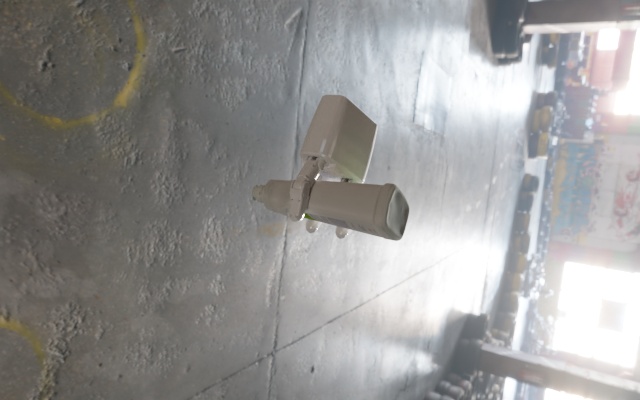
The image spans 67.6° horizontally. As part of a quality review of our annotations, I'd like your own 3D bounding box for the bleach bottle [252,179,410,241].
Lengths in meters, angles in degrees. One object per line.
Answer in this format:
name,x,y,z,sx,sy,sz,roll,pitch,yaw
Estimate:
bleach bottle,0.000,0.002,0.721,0.251,0.068,0.103,9,-16,29
